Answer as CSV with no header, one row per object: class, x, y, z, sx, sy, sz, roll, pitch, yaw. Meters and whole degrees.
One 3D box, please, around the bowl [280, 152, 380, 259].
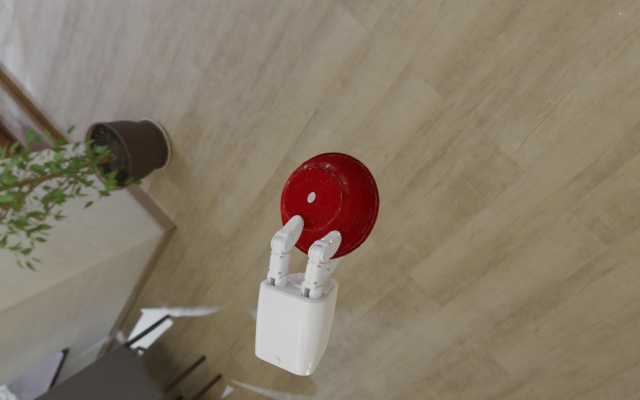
bowl,0.000,0.001,0.687,0.162,0.162,0.055,0,-10,26
